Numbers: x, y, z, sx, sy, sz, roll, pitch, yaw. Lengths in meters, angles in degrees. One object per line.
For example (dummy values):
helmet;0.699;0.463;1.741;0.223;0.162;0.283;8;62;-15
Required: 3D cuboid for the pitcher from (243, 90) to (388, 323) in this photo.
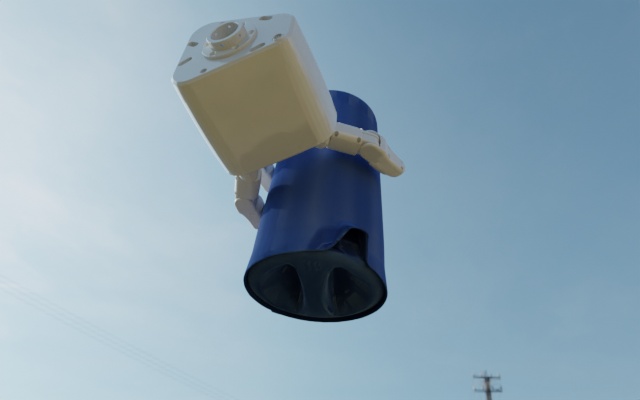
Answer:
pitcher;0.000;0.002;0.519;0.149;0.242;0.145;-10;-42;19
